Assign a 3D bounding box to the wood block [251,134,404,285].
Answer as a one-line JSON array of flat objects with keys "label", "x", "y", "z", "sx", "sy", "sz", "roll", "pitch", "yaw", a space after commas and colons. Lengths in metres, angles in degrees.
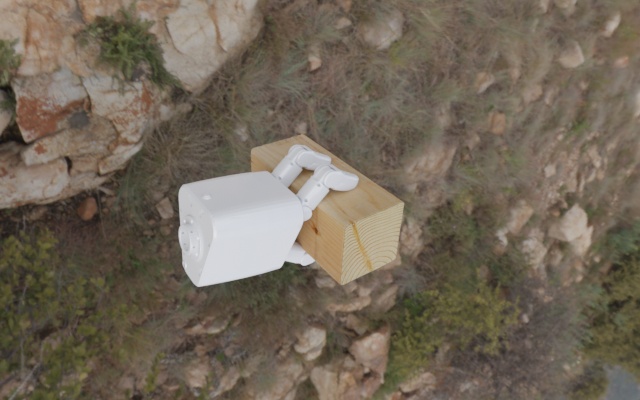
[{"label": "wood block", "x": 0.000, "y": 0.002, "z": 0.618, "sx": 0.090, "sy": 0.091, "sz": 0.206, "roll": -21, "pitch": 41, "yaw": -30}]
